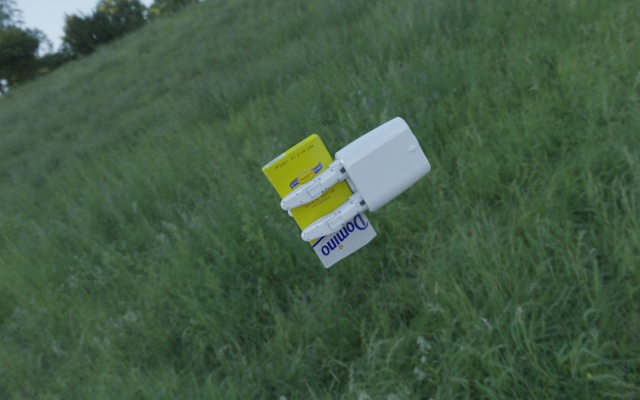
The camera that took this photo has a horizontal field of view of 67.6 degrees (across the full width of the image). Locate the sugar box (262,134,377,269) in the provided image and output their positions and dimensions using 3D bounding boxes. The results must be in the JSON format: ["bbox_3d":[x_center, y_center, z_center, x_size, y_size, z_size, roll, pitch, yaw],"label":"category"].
[{"bbox_3d":[0.000,0.002,0.698,0.093,0.176,0.048,-33,13,-2],"label":"sugar box"}]
